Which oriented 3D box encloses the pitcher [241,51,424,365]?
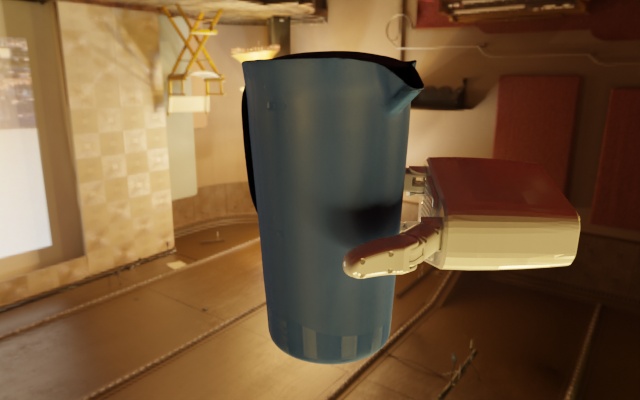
[{"bbox_3d":[0.000,0.001,0.403,0.145,0.243,0.149,0,15,-1],"label":"pitcher"}]
